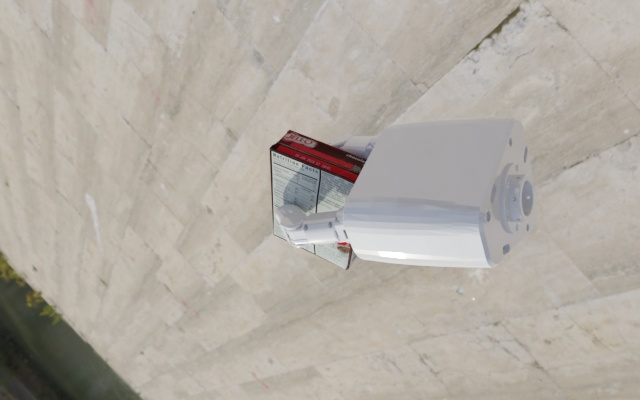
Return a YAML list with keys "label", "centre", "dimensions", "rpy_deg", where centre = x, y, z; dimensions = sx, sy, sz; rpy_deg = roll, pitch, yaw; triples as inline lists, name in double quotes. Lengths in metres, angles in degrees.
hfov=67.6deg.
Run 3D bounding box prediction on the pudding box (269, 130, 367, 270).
- label: "pudding box"
  centre: [0.000, 0.002, 0.436]
  dimensions: [0.090, 0.114, 0.039]
  rpy_deg: [24, 45, 21]
